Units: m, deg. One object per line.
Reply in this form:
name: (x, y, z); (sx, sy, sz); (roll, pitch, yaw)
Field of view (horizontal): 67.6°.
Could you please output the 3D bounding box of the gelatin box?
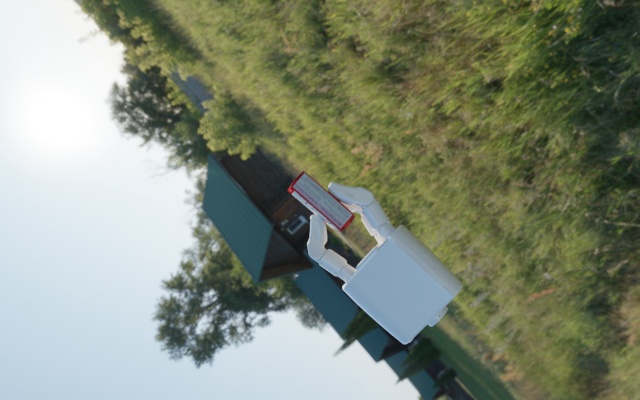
gelatin box: (0.000, 0.002, 0.630); (0.089, 0.030, 0.073); (40, -5, -3)
